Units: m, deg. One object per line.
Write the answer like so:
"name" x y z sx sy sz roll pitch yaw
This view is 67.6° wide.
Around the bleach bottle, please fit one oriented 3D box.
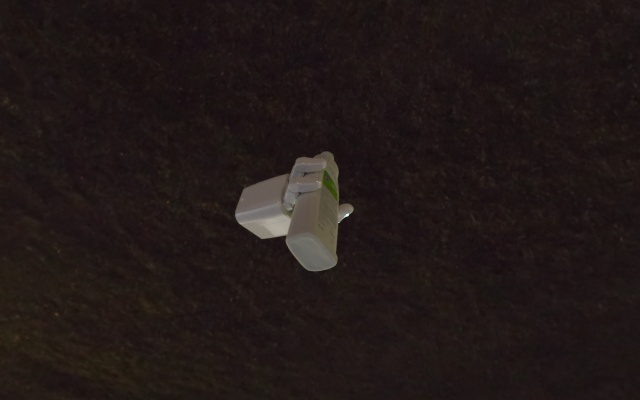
"bleach bottle" 0.000 0.003 0.898 0.068 0.250 0.103 -16 -51 25
